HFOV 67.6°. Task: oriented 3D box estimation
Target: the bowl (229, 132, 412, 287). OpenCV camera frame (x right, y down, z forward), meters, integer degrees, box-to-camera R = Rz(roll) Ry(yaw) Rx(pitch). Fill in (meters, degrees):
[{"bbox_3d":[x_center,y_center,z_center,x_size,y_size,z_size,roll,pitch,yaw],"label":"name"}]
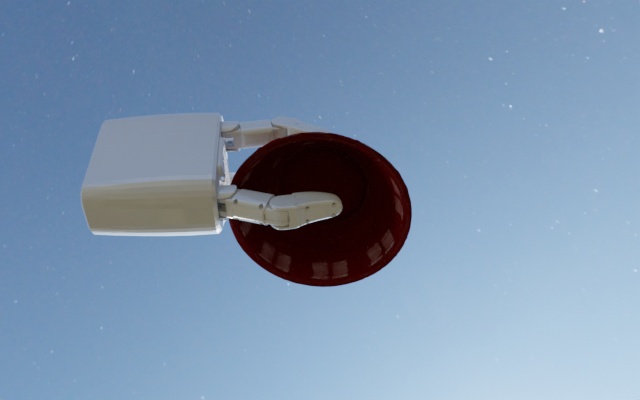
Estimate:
[{"bbox_3d":[0.001,0.002,0.437,0.162,0.162,0.055,0,32,5],"label":"bowl"}]
